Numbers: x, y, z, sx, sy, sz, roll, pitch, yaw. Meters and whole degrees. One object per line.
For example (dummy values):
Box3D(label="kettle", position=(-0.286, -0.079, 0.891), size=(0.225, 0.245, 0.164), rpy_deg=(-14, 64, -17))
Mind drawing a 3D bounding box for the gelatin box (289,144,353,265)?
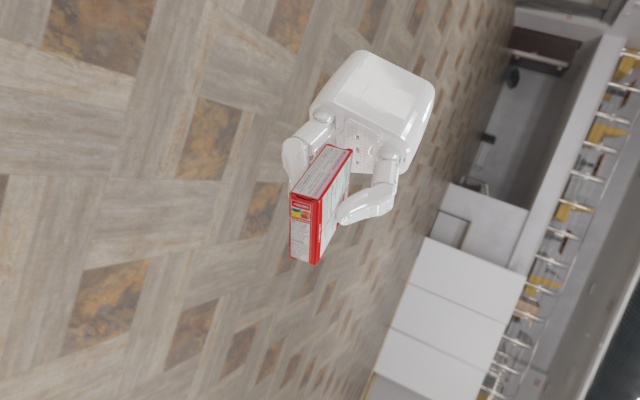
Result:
Box3D(label="gelatin box", position=(0.000, 0.002, 0.432), size=(0.030, 0.073, 0.089), rpy_deg=(15, 40, 14))
